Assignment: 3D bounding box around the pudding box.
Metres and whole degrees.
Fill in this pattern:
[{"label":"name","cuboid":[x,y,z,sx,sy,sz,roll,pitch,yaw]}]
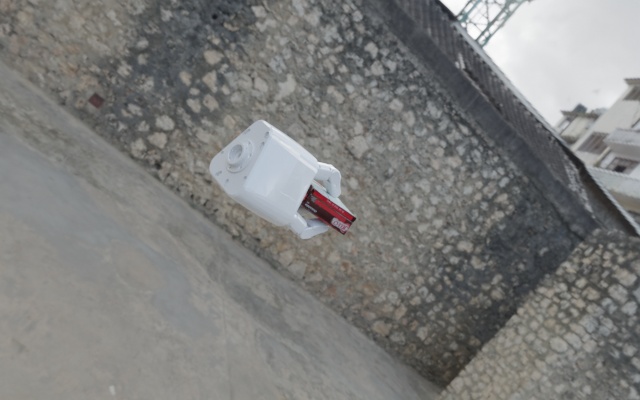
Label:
[{"label":"pudding box","cuboid":[0.000,0.002,0.767,0.090,0.039,0.113,36,7,-21]}]
